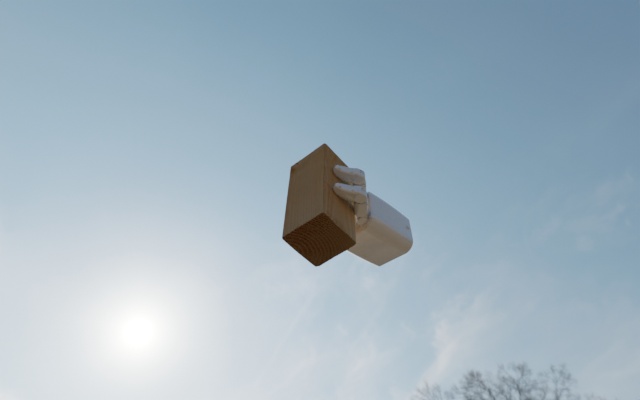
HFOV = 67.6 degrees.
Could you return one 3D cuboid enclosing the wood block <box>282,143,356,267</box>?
[{"bbox_3d":[0.000,0.003,0.854,0.091,0.206,0.090,-34,-60,24],"label":"wood block"}]
